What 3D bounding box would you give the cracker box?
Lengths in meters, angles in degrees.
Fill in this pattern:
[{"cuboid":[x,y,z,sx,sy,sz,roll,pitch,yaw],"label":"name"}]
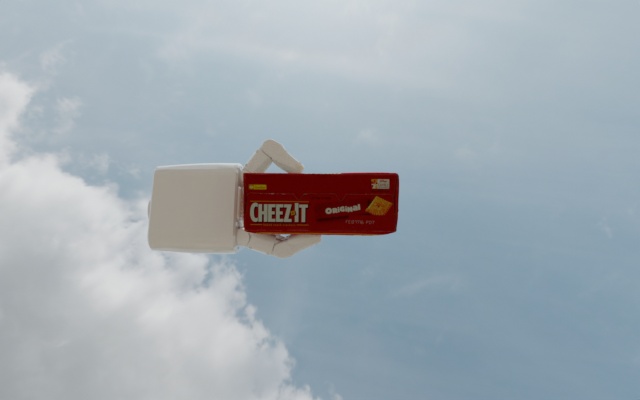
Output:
[{"cuboid":[0.000,0.002,0.599,0.164,0.072,0.213,0,1,0],"label":"cracker box"}]
